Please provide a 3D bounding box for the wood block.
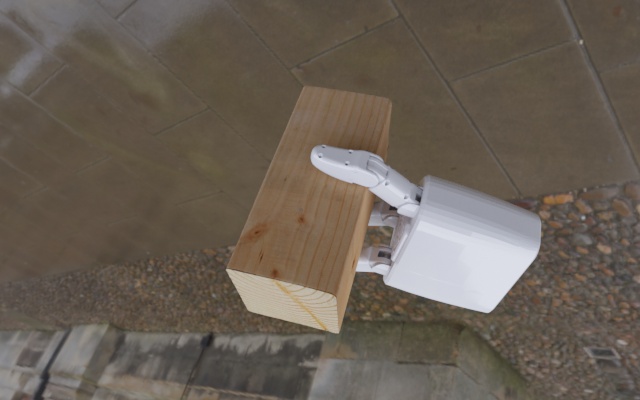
[{"bbox_3d":[0.000,0.001,0.445,0.090,0.206,0.091,11,-32,12],"label":"wood block"}]
